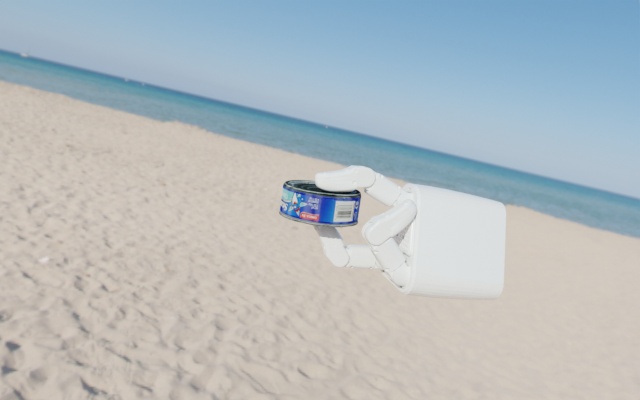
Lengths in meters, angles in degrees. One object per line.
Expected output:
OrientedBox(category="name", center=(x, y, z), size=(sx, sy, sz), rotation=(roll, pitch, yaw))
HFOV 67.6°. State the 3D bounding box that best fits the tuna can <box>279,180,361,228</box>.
OrientedBox(category="tuna can", center=(0.000, 0.001, 0.510), size=(0.086, 0.034, 0.086), rotation=(7, 10, -1))
